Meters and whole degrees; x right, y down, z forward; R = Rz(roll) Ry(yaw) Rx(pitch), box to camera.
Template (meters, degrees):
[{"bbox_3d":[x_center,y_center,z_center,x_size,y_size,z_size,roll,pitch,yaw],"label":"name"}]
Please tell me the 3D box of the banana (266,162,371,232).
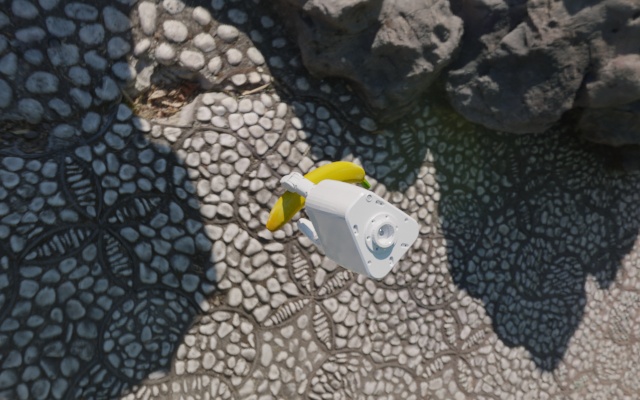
[{"bbox_3d":[-0.001,-0.016,0.741,0.198,0.070,0.037,-23,21,-24],"label":"banana"}]
